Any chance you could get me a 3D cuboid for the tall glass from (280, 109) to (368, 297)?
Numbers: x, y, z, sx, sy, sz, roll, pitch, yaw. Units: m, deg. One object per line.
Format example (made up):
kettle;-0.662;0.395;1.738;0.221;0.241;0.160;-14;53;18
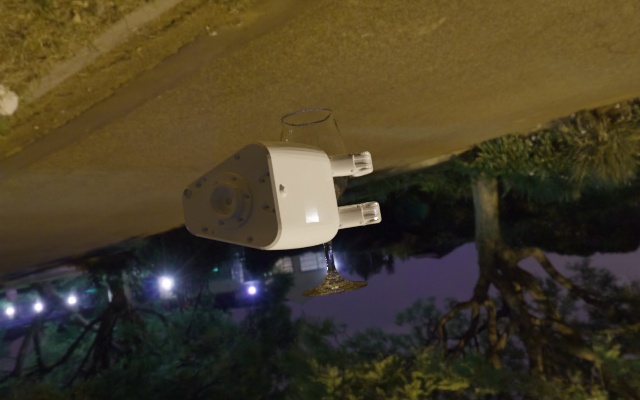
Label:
tall glass;0.000;0.002;0.541;0.079;0.201;0.079;-9;-4;-1
